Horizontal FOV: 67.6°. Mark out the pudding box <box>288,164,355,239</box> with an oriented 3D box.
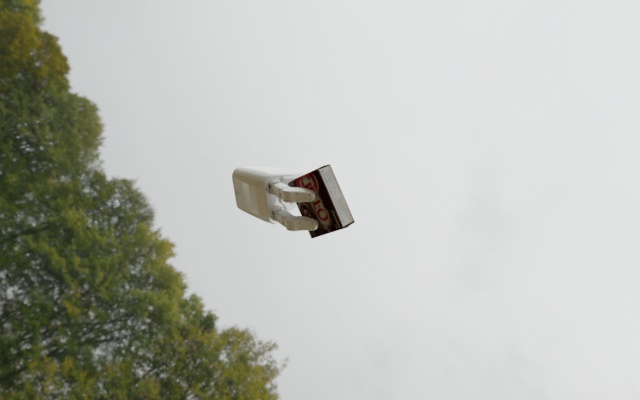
[{"bbox_3d":[0.000,0.003,0.838,0.039,0.113,0.090,-28,4,-40],"label":"pudding box"}]
